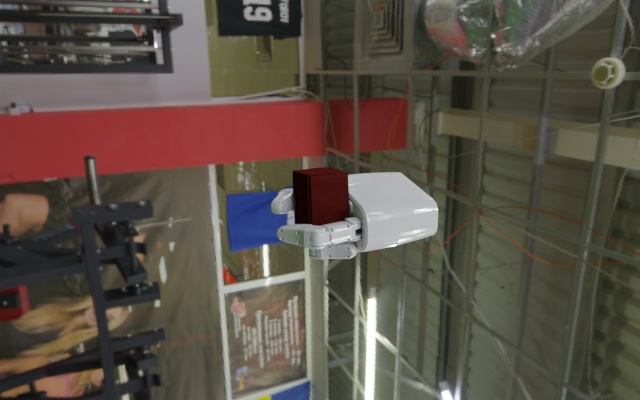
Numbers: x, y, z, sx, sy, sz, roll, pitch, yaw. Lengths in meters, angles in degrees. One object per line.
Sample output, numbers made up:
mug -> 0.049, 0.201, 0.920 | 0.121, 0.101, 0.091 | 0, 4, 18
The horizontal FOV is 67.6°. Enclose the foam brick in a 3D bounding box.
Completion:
foam brick -> 0.000, 0.002, 0.570 | 0.051, 0.078, 0.053 | -8, 15, -22
